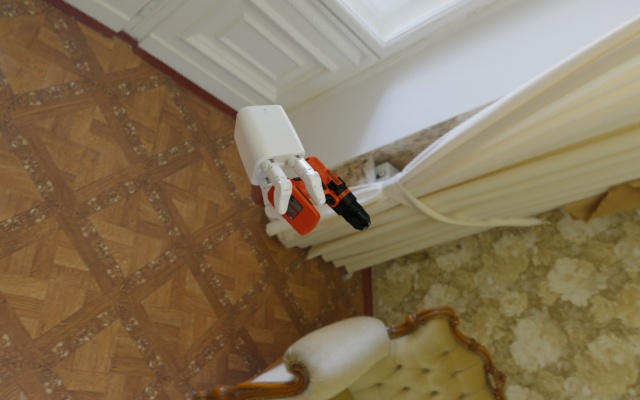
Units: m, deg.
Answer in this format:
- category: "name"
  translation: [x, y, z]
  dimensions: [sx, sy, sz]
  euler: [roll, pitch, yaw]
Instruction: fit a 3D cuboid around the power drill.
- category: "power drill"
  translation: [0.000, 0.003, 0.885]
  dimensions: [0.057, 0.184, 0.187]
  euler: [-49, -10, 26]
